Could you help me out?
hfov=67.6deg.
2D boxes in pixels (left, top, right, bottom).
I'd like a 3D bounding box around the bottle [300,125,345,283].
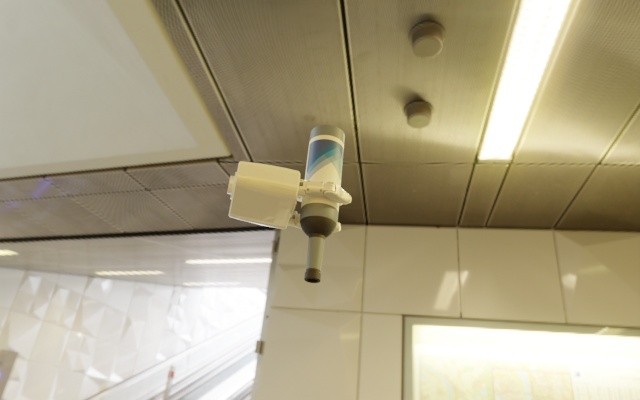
[{"bbox_3d":[0.000,0.003,0.855,0.069,0.295,0.069,5,-28,2],"label":"bottle"}]
